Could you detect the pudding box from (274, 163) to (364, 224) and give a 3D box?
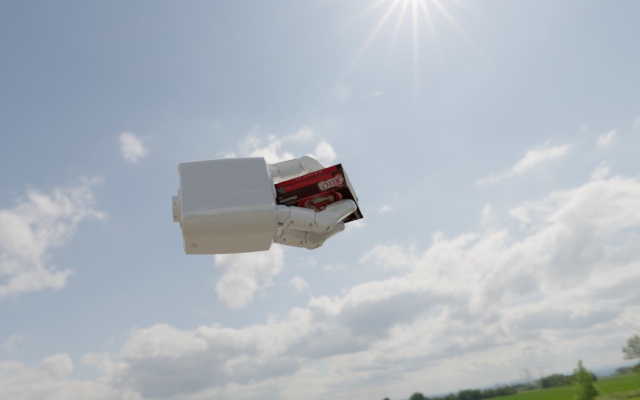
[{"bbox_3d":[0.000,0.002,0.614,0.090,0.039,0.113,-16,-23,9],"label":"pudding box"}]
